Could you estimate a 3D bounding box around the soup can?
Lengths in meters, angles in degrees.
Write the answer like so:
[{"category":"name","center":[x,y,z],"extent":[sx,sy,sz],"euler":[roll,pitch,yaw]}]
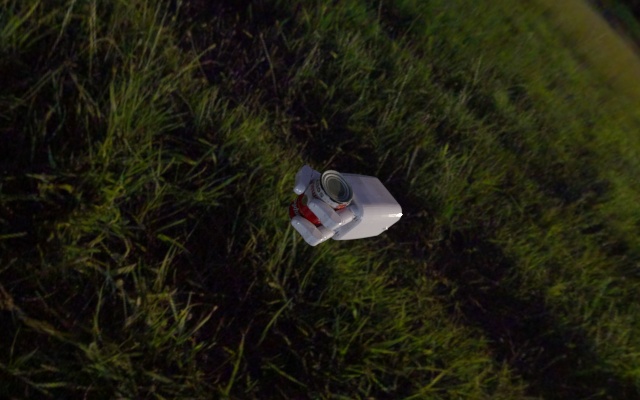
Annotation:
[{"category":"soup can","center":[0.000,0.002,0.812],"extent":[0.068,0.068,0.102],"euler":[0,-30,-40]}]
